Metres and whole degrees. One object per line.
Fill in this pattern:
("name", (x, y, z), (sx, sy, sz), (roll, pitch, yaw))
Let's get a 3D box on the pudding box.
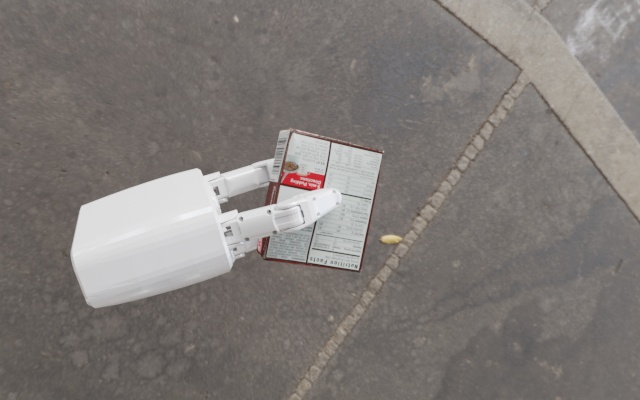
("pudding box", (0.000, 0.001, 0.418), (0.090, 0.113, 0.039), (11, 3, -18))
